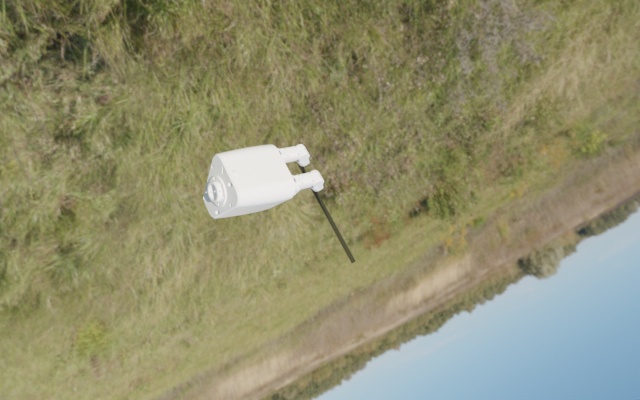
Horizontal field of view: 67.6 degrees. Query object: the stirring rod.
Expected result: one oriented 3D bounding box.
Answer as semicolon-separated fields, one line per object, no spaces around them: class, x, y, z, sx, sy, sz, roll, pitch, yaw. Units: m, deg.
stirring rod;0.000;0.003;0.836;0.011;0.239;0.011;-26;-18;-9
